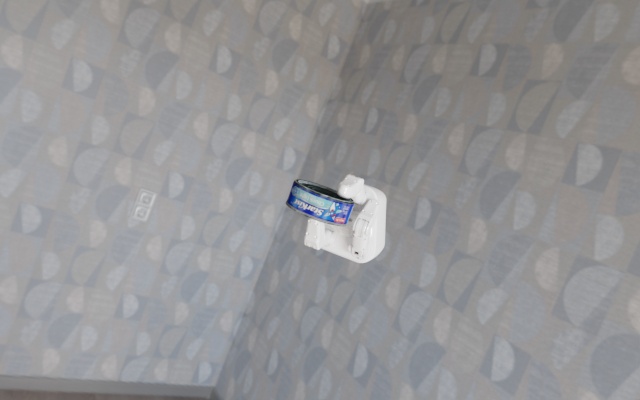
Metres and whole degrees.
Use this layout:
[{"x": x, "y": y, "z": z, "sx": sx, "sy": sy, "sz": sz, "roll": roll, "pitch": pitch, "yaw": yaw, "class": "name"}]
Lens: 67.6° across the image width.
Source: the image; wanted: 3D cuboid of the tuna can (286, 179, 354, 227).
[{"x": 0.000, "y": 0.002, "z": 0.623, "sx": 0.086, "sy": 0.034, "sz": 0.086, "roll": 20, "pitch": 9, "yaw": -3, "class": "tuna can"}]
